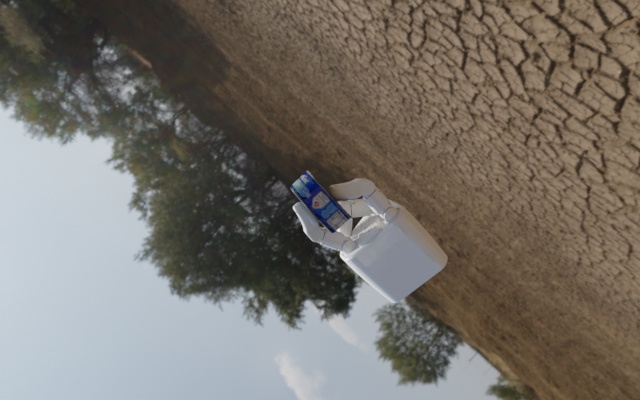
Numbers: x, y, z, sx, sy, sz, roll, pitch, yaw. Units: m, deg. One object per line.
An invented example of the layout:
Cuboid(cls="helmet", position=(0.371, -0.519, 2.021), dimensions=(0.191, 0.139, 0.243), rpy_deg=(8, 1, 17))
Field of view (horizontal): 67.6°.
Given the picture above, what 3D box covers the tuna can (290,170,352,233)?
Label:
Cuboid(cls="tuna can", position=(0.000, 0.002, 0.627), dimensions=(0.034, 0.086, 0.086), rpy_deg=(-43, -1, 1))
